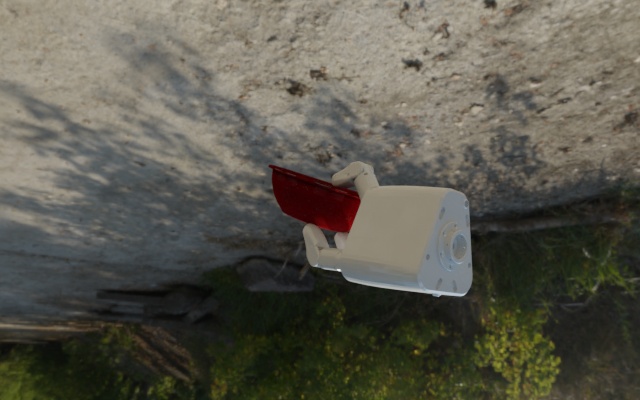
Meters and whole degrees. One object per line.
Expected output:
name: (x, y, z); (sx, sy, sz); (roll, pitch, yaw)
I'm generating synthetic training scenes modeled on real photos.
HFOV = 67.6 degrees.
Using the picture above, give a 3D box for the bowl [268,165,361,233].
bowl: (-0.001, 0.002, 0.636); (0.162, 0.055, 0.162); (18, 4, -1)
